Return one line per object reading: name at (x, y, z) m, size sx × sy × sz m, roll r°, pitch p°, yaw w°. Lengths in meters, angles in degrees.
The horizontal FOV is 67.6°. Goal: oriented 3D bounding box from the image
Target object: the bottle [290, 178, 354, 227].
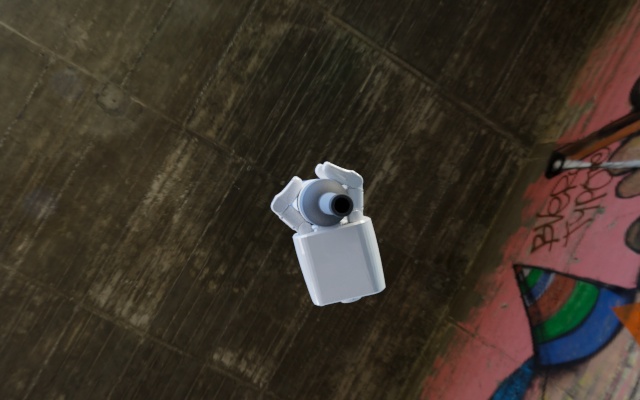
bottle at (0.000, 0.002, 0.688) m, size 0.069 × 0.069 × 0.295 m, roll 0°, pitch 1°, yaw -10°
